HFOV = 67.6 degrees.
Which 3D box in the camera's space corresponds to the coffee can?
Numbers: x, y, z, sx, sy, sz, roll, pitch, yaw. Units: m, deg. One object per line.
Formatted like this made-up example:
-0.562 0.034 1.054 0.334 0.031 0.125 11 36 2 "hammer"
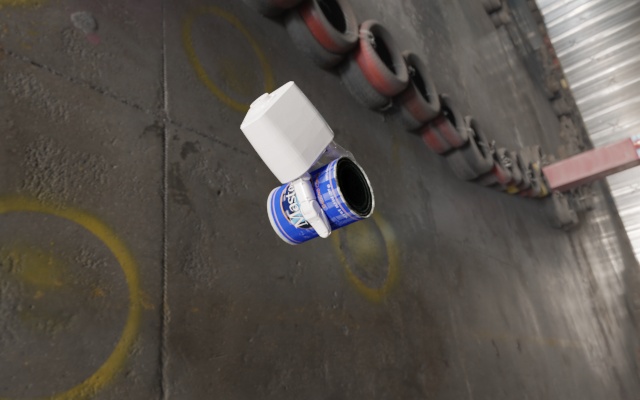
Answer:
0.000 0.003 0.766 0.140 0.102 0.103 -24 -13 32 "coffee can"
